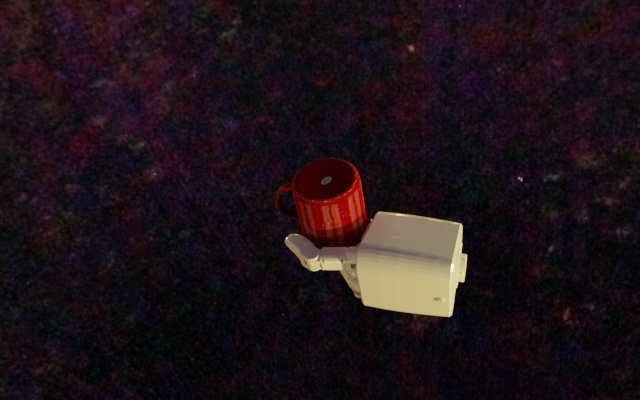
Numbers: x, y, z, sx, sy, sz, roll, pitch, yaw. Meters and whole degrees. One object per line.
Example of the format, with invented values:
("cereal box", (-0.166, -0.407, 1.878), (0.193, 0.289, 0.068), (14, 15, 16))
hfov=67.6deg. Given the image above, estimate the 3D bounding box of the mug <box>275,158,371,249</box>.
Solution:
("mug", (-0.001, 0.002, 0.586), (0.117, 0.082, 0.093), (5, 46, 18))
